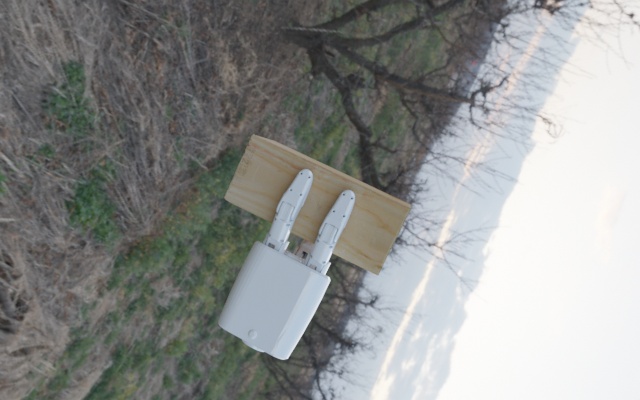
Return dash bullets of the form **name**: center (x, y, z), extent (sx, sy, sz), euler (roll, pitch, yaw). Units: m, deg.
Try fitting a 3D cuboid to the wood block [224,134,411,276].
- **wood block**: center (0.000, 0.002, 0.600), extent (0.206, 0.090, 0.091), euler (26, 6, 8)
